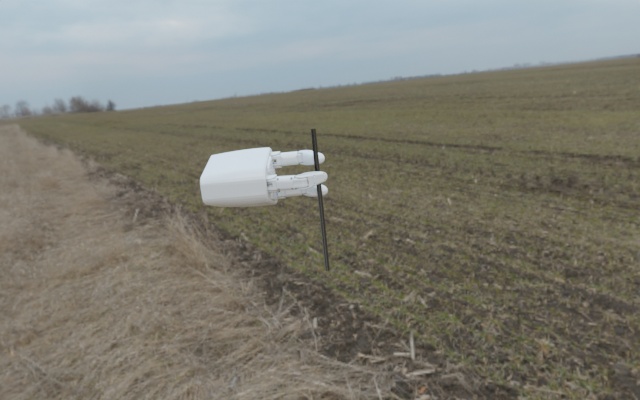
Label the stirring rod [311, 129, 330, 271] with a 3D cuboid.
[{"bbox_3d":[0.000,0.003,0.788,0.011,0.239,0.011,-5,14,1],"label":"stirring rod"}]
